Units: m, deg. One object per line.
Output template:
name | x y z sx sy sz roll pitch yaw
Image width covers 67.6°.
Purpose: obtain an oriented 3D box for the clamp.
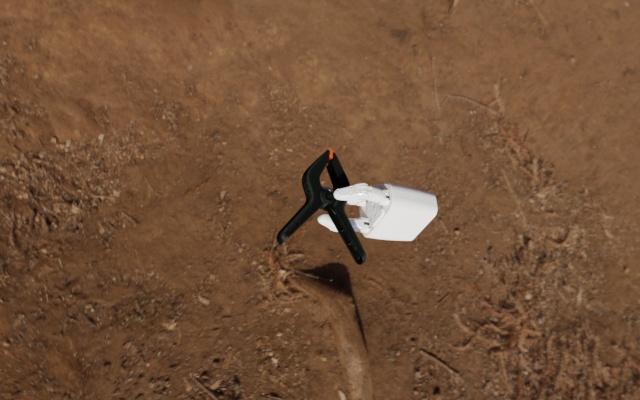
clamp | 0.001 0.002 0.828 0.164 0.210 0.036 10 -27 -28
